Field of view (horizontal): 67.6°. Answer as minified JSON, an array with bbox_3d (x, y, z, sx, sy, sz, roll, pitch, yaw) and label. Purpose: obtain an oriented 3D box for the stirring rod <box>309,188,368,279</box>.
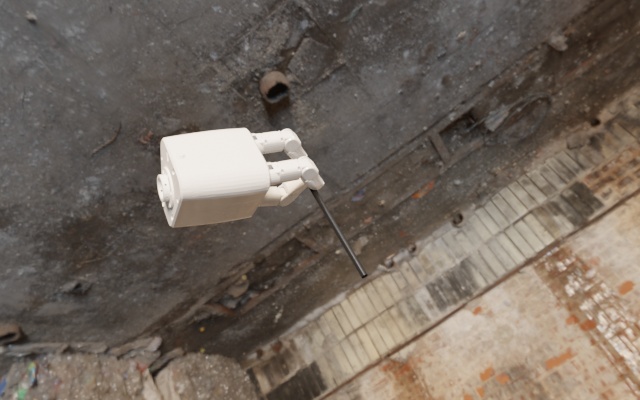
[{"bbox_3d":[0.000,0.002,0.622,0.011,0.239,0.011,-21,-34,-15],"label":"stirring rod"}]
